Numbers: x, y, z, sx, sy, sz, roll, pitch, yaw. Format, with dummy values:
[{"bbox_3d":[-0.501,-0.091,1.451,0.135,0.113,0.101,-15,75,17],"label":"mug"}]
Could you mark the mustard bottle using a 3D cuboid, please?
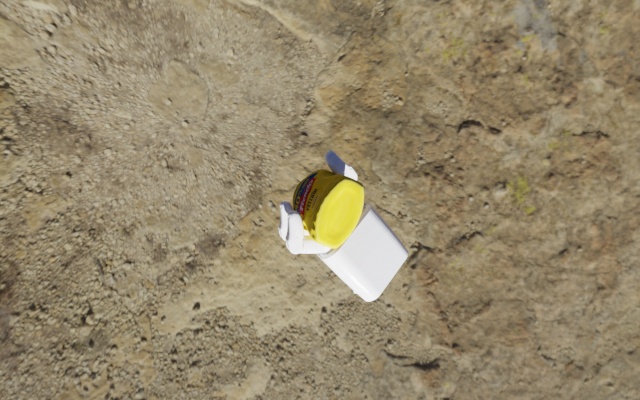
[{"bbox_3d":[0.000,0.002,0.704,0.058,0.096,0.191,21,3,-18],"label":"mustard bottle"}]
